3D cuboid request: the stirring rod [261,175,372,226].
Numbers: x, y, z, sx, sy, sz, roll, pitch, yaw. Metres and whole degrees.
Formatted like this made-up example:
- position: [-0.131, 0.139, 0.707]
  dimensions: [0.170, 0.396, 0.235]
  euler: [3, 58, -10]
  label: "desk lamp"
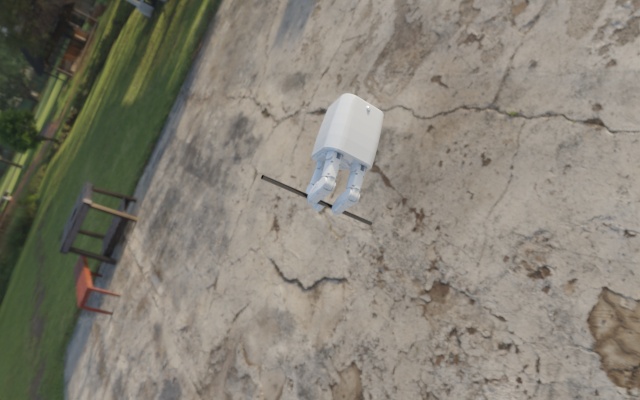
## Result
- position: [0.000, 0.003, 0.835]
  dimensions: [0.239, 0.011, 0.011]
  euler: [23, -13, -31]
  label: "stirring rod"
